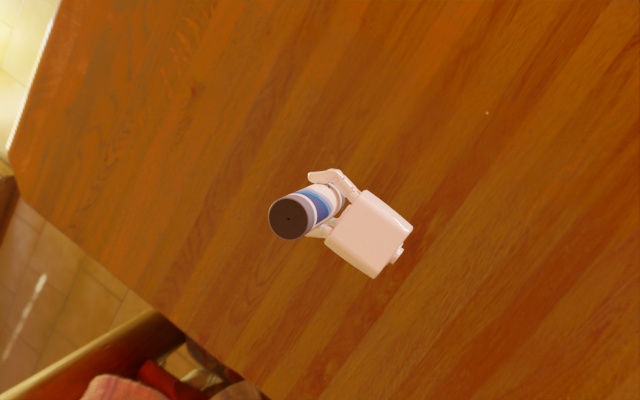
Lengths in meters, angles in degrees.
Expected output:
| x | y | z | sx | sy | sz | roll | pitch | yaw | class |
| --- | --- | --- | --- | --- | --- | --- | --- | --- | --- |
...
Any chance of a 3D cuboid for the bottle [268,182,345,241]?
| x | y | z | sx | sy | sz | roll | pitch | yaw | class |
| --- | --- | --- | --- | --- | --- | --- | --- | --- | --- |
| 0.000 | 0.003 | 0.841 | 0.069 | 0.069 | 0.295 | 0 | 10 | 19 | bottle |
